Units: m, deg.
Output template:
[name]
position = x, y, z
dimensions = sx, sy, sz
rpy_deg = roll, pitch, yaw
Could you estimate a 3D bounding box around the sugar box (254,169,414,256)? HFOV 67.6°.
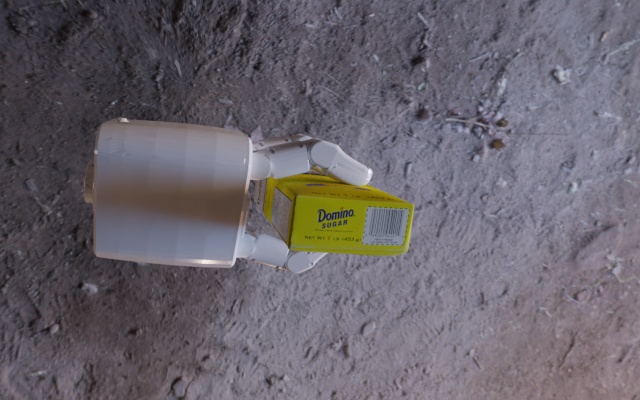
[sugar box]
position = 0.000, 0.001, 0.417
dimensions = 0.093, 0.048, 0.176
rpy_deg = 5, 12, -18
